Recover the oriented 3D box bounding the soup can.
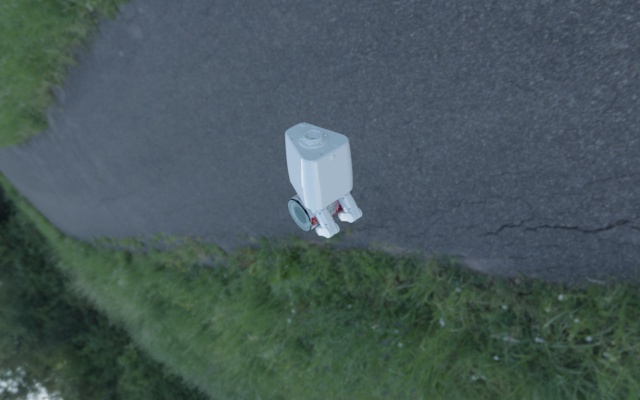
[{"bbox_3d":[0.000,0.003,0.878,0.102,0.068,0.068,-32,15,-25],"label":"soup can"}]
